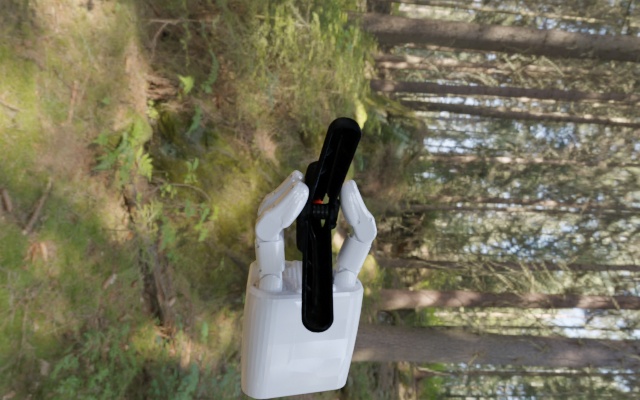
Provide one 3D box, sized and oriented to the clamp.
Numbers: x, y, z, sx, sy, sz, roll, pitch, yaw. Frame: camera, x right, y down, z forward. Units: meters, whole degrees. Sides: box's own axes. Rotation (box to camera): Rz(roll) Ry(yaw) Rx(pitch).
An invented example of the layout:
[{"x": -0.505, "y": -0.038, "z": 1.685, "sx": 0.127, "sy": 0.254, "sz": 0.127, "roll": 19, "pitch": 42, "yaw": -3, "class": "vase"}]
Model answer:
[{"x": 0.001, "y": 0.002, "z": 0.443, "sx": 0.036, "sy": 0.164, "sz": 0.210, "roll": 9, "pitch": 12, "yaw": -7, "class": "clamp"}]
